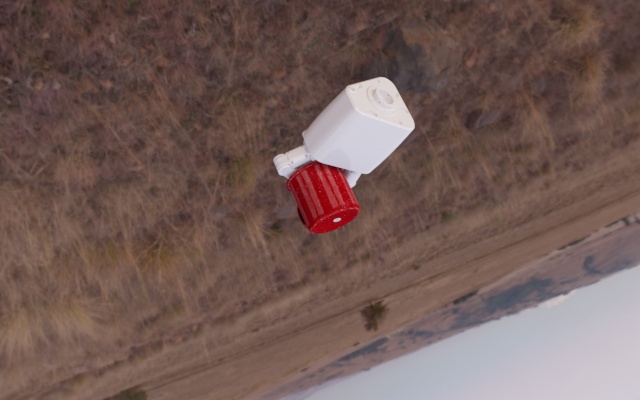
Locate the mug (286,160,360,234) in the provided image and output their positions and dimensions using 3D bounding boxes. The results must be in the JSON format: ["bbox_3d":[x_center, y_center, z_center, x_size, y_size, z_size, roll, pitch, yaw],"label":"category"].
[{"bbox_3d":[-0.001,0.003,0.711,0.093,0.081,0.117,-7,-26,-40],"label":"mug"}]
